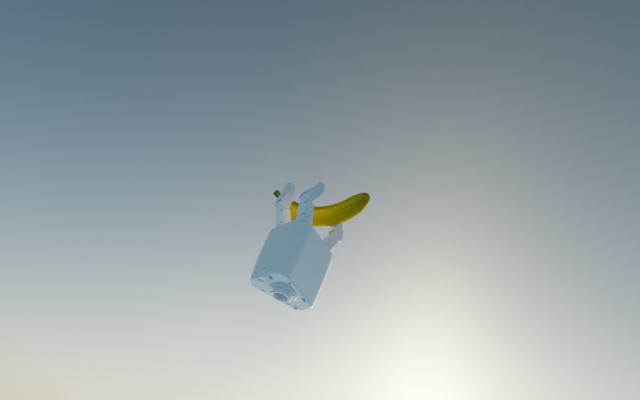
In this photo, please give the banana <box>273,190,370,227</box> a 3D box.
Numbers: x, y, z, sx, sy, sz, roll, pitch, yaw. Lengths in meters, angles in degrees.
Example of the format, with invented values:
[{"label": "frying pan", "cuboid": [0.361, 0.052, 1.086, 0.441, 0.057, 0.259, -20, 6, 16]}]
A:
[{"label": "banana", "cuboid": [0.002, 0.017, 0.869, 0.198, 0.070, 0.037, 1, 39, 28]}]
